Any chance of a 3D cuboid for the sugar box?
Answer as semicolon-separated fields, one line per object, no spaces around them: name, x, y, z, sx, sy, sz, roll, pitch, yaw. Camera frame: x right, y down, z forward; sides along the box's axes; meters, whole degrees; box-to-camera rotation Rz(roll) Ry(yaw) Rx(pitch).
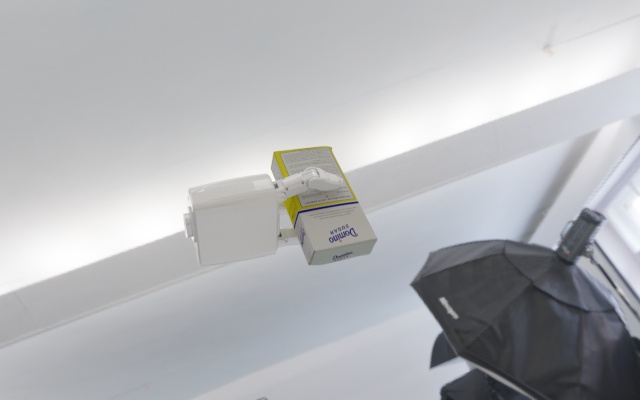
sugar box;0.000;0.002;0.665;0.093;0.176;0.048;-9;-34;-21
